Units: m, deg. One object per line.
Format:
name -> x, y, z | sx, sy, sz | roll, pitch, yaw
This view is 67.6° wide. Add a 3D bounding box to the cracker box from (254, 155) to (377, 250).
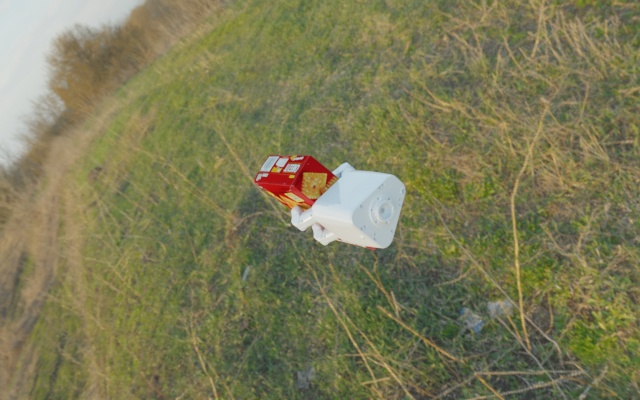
cracker box -> 0.000, 0.003, 0.883 | 0.214, 0.072, 0.164 | 38, -15, -28
